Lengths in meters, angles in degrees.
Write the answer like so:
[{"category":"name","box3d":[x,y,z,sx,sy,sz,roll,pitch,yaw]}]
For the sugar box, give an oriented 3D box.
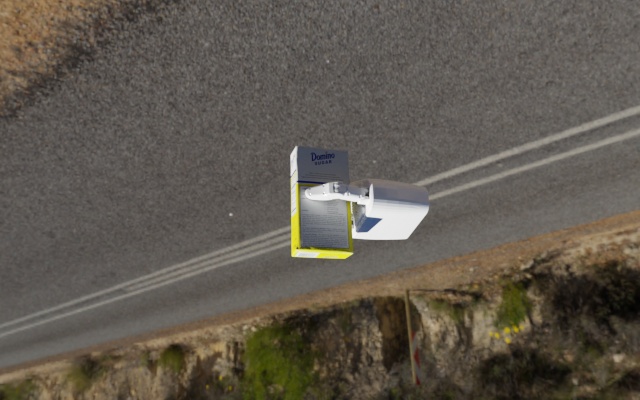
[{"category":"sugar box","box3d":[0.000,0.003,0.773,0.093,0.176,0.048,5,-22,-16]}]
